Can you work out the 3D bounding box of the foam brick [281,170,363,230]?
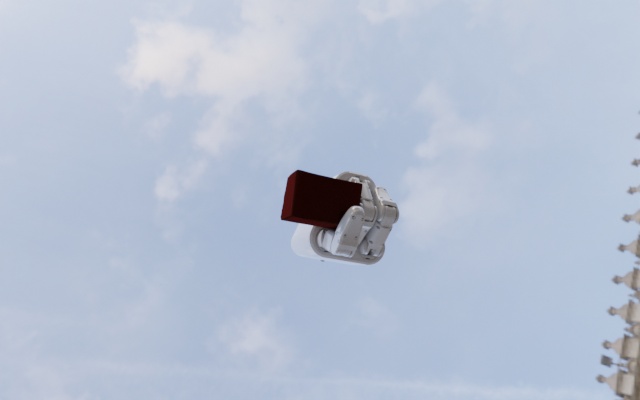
[{"bbox_3d":[0.000,0.002,0.536,0.078,0.053,0.051,12,-10,-17],"label":"foam brick"}]
